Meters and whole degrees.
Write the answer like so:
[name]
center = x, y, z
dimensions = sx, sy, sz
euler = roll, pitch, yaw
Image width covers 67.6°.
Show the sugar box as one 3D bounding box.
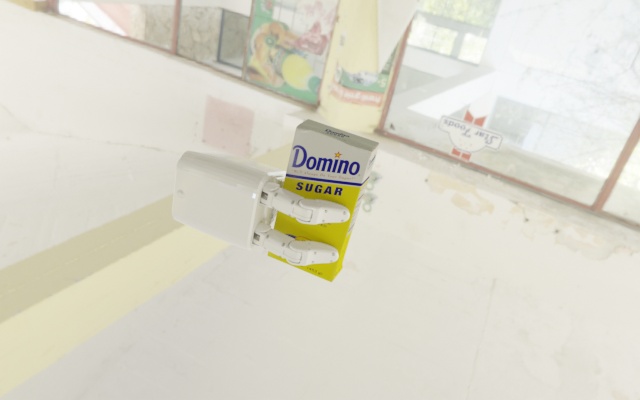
[sugar box]
center = 0.000, 0.002, 0.571
dimensions = 0.093, 0.176, 0.048
euler = 20, 27, 13
